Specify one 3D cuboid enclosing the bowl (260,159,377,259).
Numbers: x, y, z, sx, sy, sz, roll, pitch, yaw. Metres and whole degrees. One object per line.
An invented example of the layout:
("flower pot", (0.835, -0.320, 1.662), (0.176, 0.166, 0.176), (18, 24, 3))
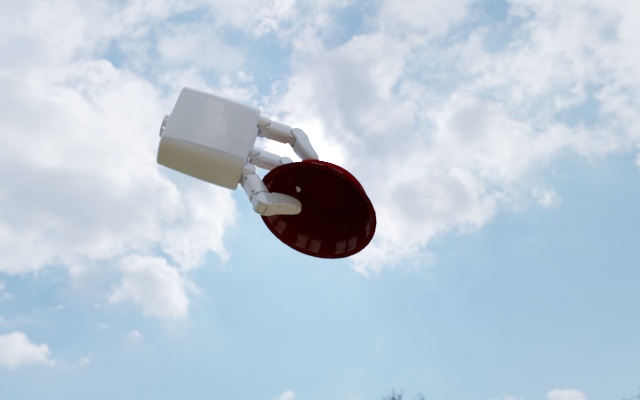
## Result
("bowl", (0.001, 0.003, 0.631), (0.162, 0.162, 0.055), (0, 38, 22))
